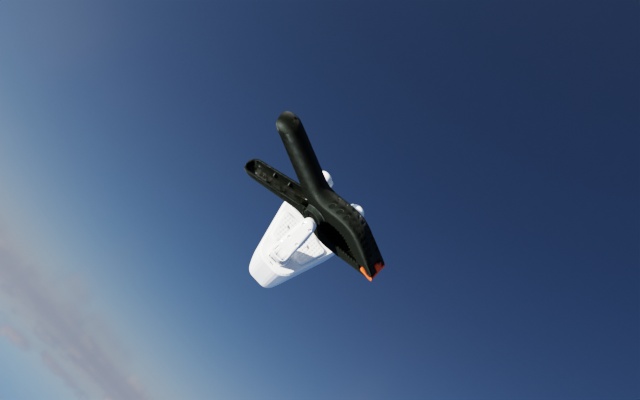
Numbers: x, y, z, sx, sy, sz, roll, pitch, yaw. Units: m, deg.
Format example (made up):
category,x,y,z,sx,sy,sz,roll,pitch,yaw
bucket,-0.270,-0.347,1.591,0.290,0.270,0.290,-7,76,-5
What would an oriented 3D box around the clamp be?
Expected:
category,x,y,z,sx,sy,sz,roll,pitch,yaw
clamp,0.000,0.003,0.538,0.036,0.210,0.165,-43,-3,-24
